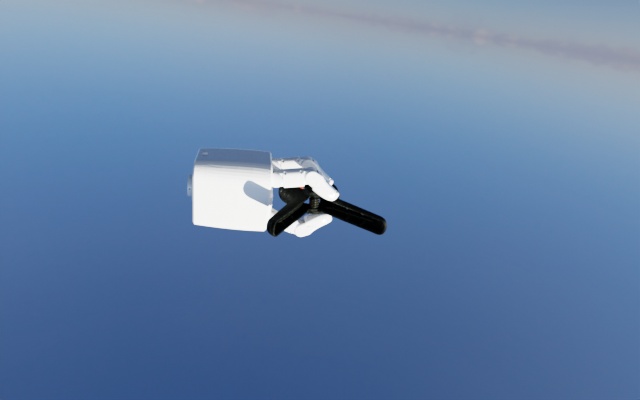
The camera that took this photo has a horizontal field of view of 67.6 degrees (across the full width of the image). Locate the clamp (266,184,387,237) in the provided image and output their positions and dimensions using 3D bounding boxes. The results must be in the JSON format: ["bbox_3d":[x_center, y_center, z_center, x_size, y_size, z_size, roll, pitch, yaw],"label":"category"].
[{"bbox_3d":[0.000,0.003,0.713,0.164,0.036,0.210,4,22,-9],"label":"clamp"}]
